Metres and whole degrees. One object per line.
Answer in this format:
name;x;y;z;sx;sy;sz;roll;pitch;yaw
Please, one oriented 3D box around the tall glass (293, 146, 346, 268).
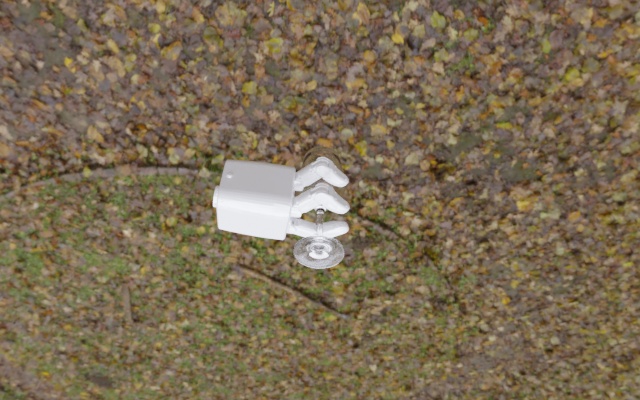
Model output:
tall glass;0.000;0.003;0.742;0.079;0.200;0.079;1;-44;1
